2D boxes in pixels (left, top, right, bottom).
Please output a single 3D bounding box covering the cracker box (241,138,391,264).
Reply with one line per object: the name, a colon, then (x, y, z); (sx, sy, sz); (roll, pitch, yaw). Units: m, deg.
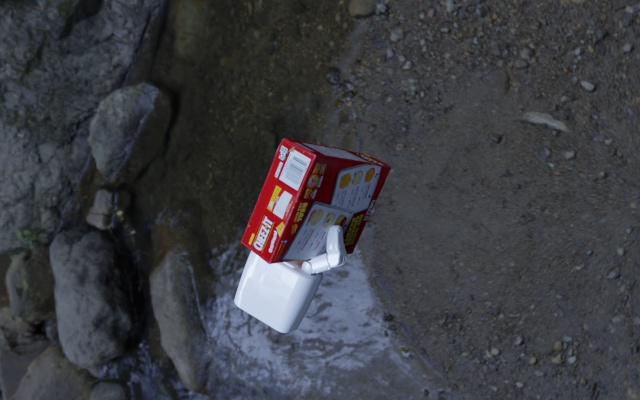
cracker box: (0.000, 0.002, 0.718); (0.072, 0.164, 0.214); (32, 17, 31)
